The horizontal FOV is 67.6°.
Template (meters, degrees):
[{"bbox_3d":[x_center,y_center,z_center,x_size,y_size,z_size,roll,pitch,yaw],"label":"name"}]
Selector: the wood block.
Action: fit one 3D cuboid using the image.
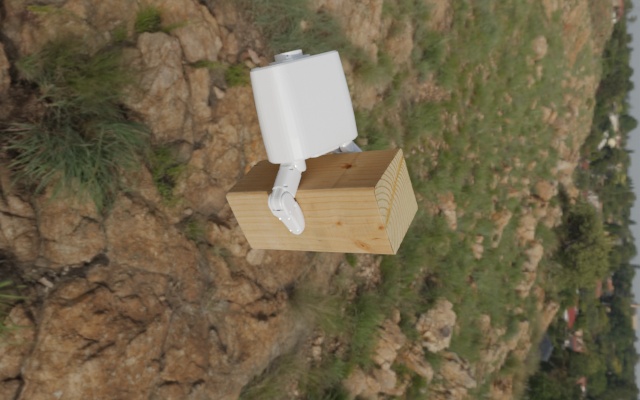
[{"bbox_3d":[0.000,0.002,0.590,0.206,0.090,0.090,-1,34,33],"label":"wood block"}]
